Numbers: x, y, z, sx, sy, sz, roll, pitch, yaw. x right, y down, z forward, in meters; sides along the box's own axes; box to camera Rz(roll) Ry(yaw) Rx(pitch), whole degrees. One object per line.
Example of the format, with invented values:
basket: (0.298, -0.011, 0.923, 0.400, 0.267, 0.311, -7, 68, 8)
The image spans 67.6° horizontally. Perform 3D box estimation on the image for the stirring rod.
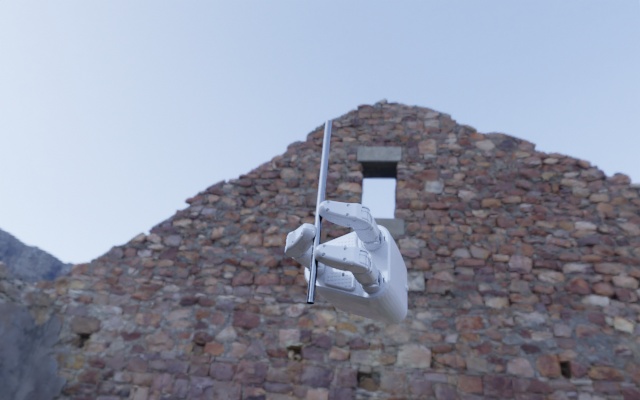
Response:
stirring rod: (0.000, 0.002, 0.545, 0.011, 0.239, 0.011, 4, -32, 3)
